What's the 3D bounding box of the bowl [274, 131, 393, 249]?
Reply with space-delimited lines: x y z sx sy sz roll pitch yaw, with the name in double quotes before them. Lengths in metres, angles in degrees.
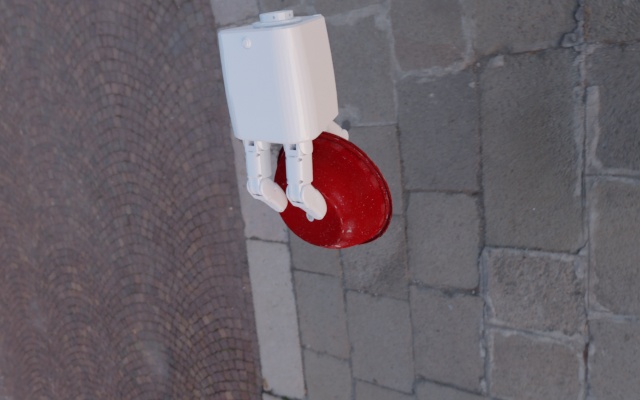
"bowl" 0.000 0.003 0.560 0.162 0.162 0.055 0 33 39
